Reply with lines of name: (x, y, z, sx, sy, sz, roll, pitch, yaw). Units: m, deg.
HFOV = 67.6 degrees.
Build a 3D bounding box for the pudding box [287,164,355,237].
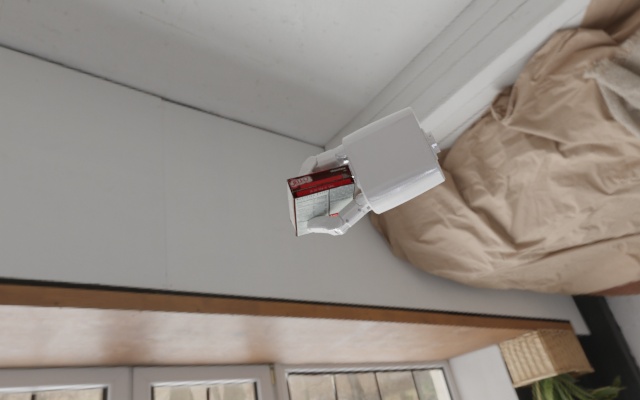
pudding box: (0.000, 0.002, 0.691, 0.090, 0.039, 0.114, -14, -33, -9)
